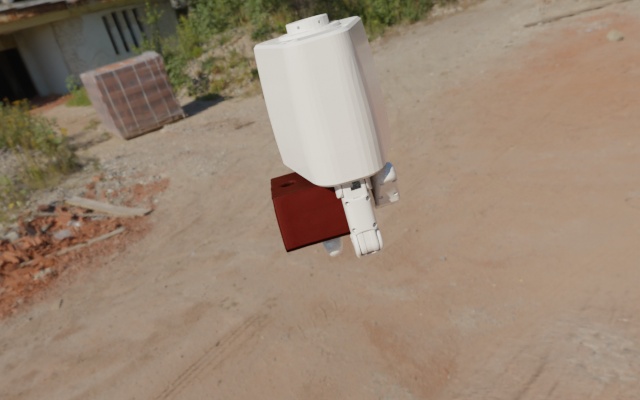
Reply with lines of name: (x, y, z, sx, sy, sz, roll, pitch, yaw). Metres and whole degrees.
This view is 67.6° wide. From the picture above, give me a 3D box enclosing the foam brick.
foam brick: (0.000, 0.002, 0.409, 0.078, 0.051, 0.053, -16, 23, 0)
